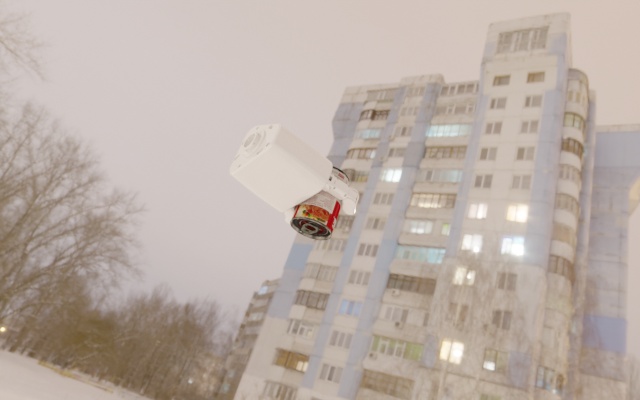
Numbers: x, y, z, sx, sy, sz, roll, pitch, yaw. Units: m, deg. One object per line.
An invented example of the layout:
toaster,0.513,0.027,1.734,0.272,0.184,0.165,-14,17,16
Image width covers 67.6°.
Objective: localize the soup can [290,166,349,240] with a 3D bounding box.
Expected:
soup can,0.001,0.002,0.756,0.068,0.102,0.068,16,-27,8
